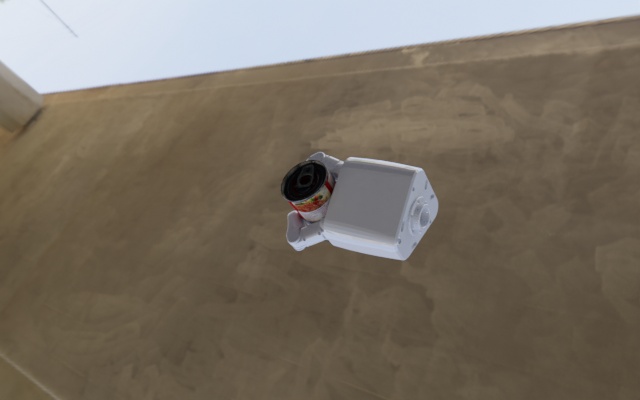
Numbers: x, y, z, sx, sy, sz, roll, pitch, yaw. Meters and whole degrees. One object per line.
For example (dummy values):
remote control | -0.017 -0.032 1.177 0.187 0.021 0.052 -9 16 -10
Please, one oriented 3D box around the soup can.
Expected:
soup can | 0.000 0.002 0.654 0.068 0.068 0.102 0 -35 32
